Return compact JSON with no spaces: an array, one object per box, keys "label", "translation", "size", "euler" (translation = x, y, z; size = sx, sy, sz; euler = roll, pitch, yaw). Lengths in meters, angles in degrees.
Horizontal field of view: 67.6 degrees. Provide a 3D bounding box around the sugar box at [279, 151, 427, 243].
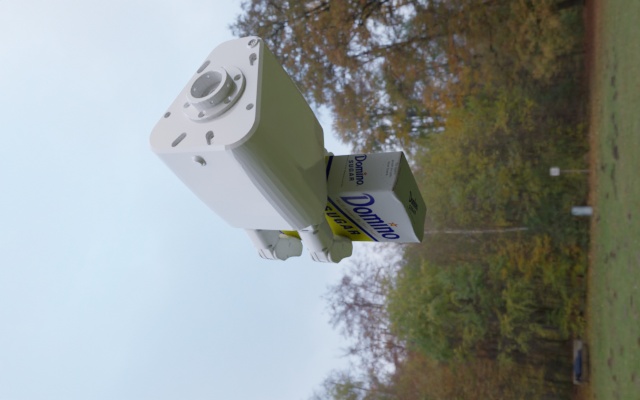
[{"label":"sugar box","translation":[0.000,0.002,0.441],"size":[0.176,0.048,0.093],"euler":[1,-30,27]}]
